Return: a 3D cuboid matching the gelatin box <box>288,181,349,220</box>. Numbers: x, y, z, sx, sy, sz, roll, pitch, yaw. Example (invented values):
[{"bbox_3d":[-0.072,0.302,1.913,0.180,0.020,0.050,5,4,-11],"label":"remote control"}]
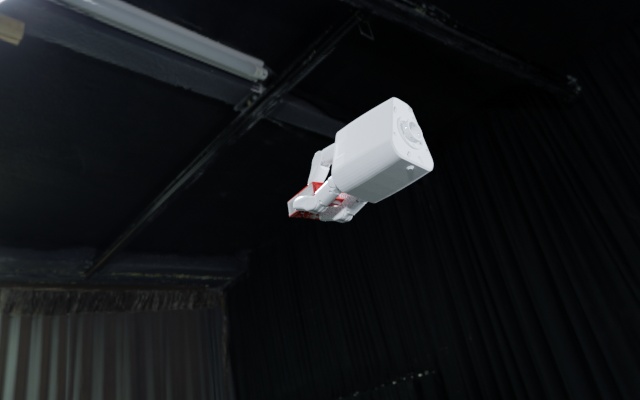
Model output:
[{"bbox_3d":[0.000,0.002,0.763,0.073,0.030,0.089,6,-25,-31],"label":"gelatin box"}]
